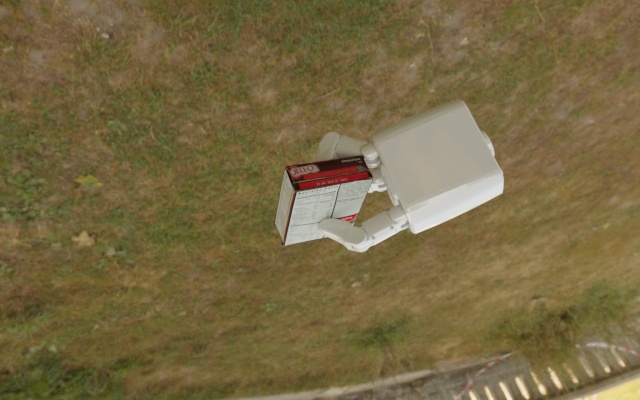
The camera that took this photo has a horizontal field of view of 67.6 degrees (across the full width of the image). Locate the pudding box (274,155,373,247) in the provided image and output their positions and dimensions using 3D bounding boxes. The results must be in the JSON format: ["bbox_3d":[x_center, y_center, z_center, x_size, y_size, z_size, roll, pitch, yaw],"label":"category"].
[{"bbox_3d":[0.000,0.002,0.534,0.090,0.039,0.114,-9,-35,-19],"label":"pudding box"}]
